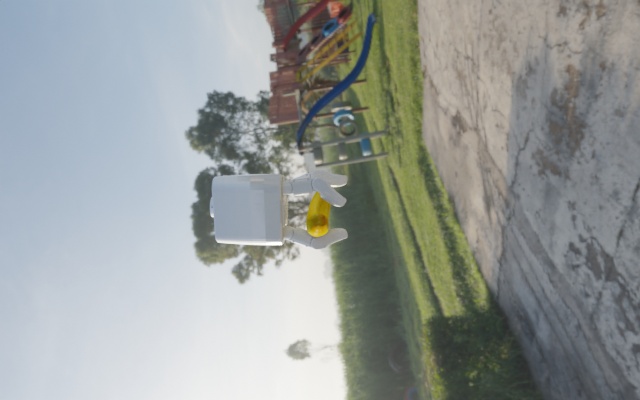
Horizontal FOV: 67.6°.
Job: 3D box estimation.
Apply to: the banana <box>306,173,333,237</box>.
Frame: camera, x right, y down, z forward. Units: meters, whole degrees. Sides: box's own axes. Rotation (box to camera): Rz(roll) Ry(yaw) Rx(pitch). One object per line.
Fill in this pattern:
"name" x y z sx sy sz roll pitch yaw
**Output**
"banana" -0.002 0.018 0.774 0.037 0.070 0.197 9 24 0
